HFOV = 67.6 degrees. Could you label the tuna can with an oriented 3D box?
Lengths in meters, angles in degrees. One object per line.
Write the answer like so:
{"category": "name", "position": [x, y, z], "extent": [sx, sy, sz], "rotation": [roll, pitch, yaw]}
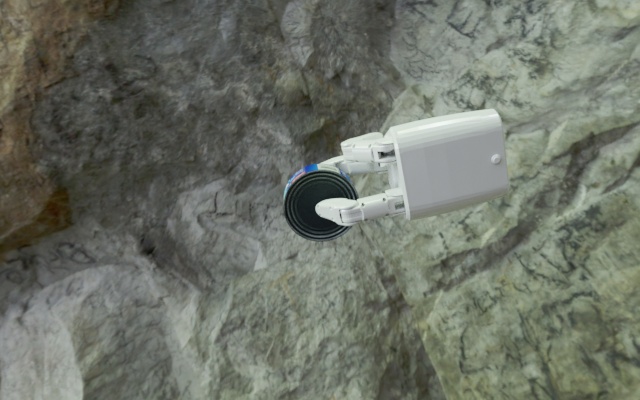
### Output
{"category": "tuna can", "position": [0.000, 0.002, 0.547], "extent": [0.086, 0.086, 0.033], "rotation": [0, 20, -5]}
